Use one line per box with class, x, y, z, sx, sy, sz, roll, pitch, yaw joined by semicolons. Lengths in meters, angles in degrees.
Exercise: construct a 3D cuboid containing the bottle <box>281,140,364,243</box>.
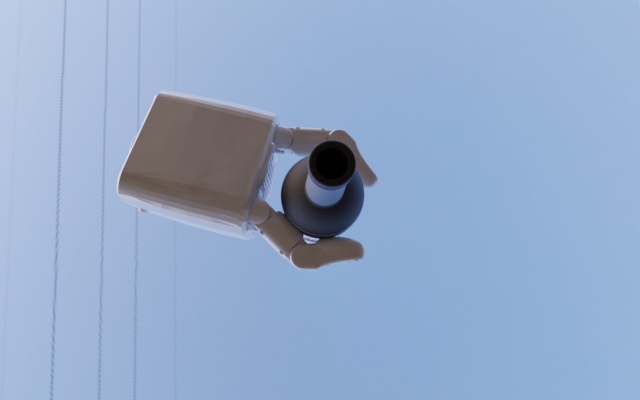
bottle;0.000;0.001;0.415;0.069;0.069;0.296;0;-9;-3
